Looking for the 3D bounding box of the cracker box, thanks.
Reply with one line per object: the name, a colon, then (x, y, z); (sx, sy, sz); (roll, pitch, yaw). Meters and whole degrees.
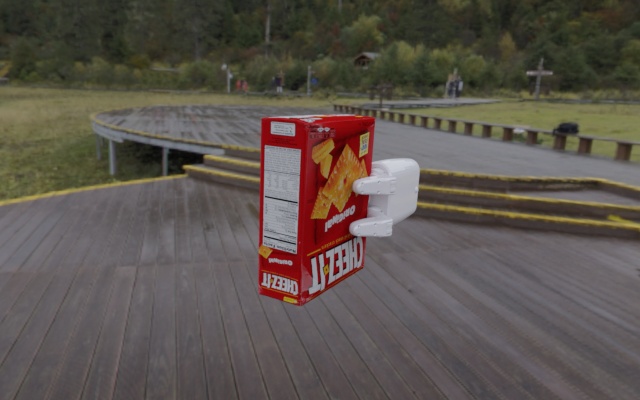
cracker box: (0.000, 0.002, 0.599); (0.072, 0.214, 0.164); (10, 15, 31)
